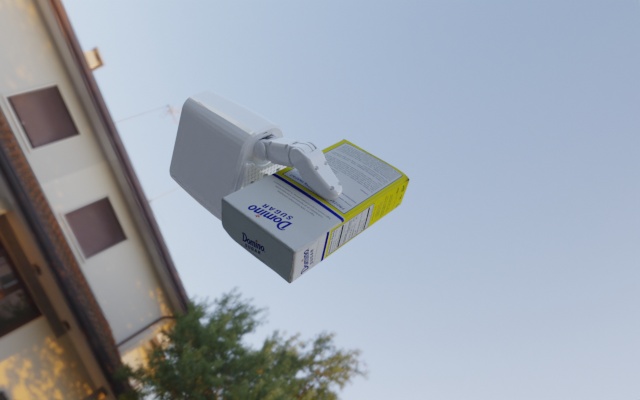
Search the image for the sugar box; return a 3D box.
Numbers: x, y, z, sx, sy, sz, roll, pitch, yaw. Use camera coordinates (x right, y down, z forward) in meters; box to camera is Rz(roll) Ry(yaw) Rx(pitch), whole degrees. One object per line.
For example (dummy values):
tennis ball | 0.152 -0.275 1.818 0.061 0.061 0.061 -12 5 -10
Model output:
sugar box | 0.000 0.002 0.467 0.093 0.048 0.176 34 45 28
